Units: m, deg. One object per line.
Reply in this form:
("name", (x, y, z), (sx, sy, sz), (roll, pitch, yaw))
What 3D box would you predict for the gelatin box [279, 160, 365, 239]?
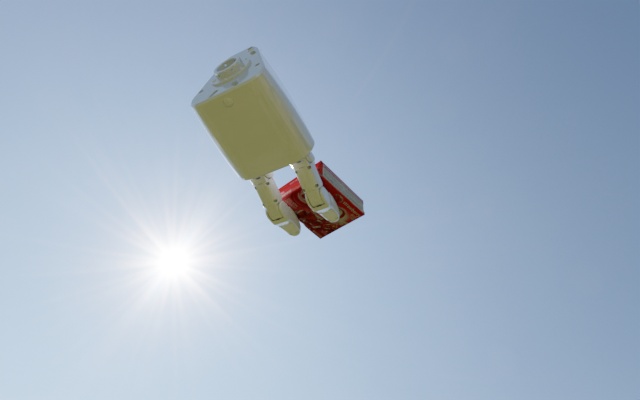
("gelatin box", (0.000, 0.002, 0.598), (0.073, 0.030, 0.089), (-31, -54, 26))
